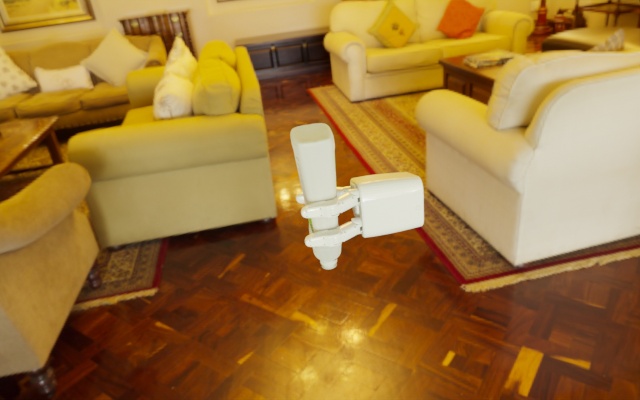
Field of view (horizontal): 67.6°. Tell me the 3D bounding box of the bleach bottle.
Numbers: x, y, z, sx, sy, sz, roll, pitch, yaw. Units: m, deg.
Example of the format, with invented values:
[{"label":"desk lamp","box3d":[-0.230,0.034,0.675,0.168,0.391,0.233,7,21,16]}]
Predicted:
[{"label":"bleach bottle","box3d":[0.000,0.003,0.820,0.068,0.251,0.102,-9,27,-4]}]
